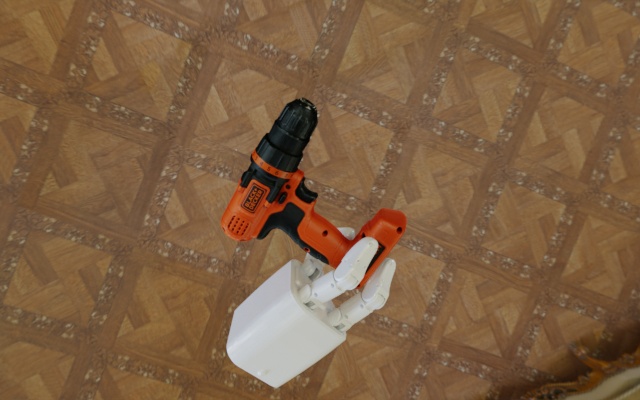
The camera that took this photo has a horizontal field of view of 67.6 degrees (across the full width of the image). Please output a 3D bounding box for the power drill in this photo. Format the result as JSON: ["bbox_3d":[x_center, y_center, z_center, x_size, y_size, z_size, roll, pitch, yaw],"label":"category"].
[{"bbox_3d":[0.000,0.002,0.542,0.187,0.184,0.057,31,24,-4],"label":"power drill"}]
